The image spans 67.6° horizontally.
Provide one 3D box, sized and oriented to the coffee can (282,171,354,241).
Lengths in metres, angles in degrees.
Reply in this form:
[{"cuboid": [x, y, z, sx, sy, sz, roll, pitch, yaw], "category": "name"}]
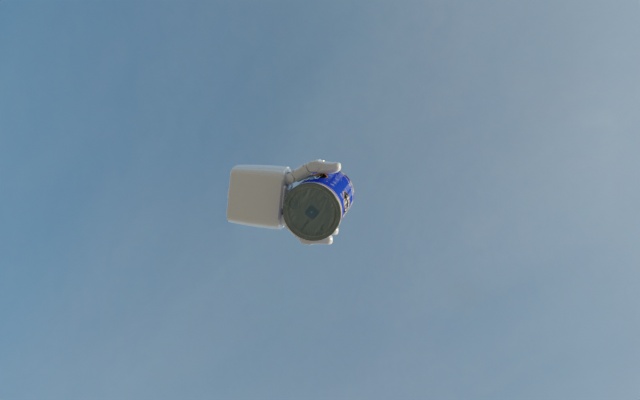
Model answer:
[{"cuboid": [0.000, 0.003, 0.868, 0.103, 0.103, 0.140, 0, 14, 13], "category": "coffee can"}]
